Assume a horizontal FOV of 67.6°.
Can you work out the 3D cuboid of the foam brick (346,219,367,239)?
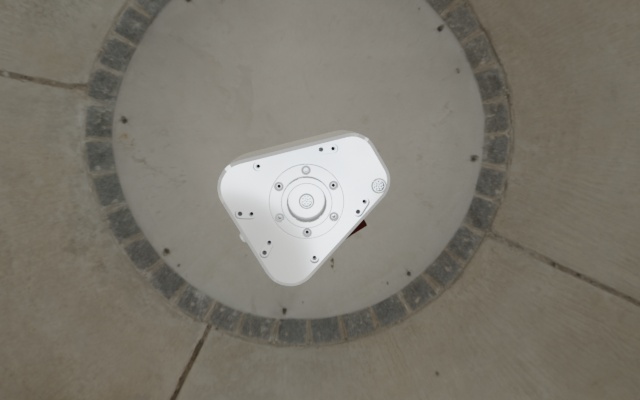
[{"bbox_3d":[0.000,0.002,0.442,0.053,0.078,0.051,-31,7,1],"label":"foam brick"}]
